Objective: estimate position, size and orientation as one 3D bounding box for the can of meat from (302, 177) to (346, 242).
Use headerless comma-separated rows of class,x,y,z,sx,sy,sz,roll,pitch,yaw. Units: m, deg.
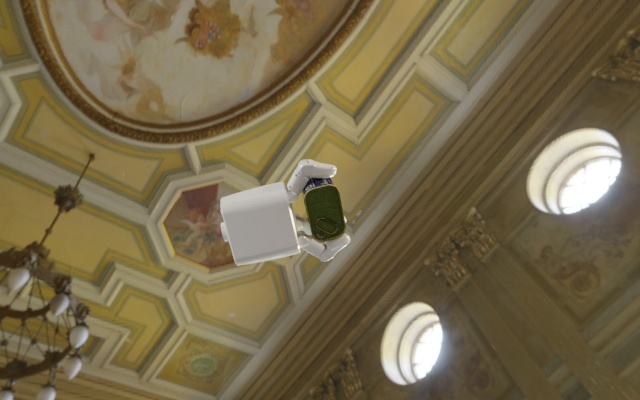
can of meat,0.000,0.002,0.788,0.057,0.102,0.084,-15,31,-4
